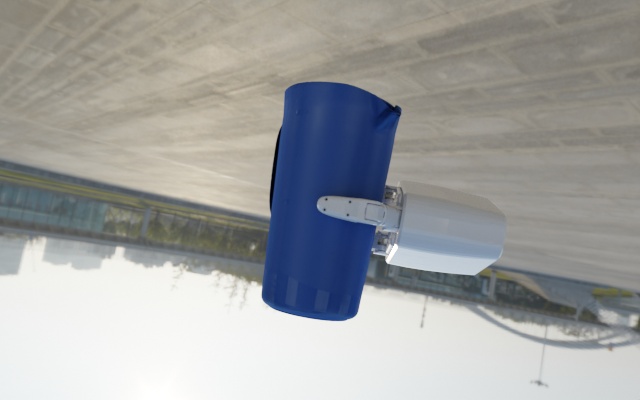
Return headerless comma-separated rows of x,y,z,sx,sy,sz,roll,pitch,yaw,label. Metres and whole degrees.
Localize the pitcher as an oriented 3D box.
0.000,0.002,0.538,0.145,0.243,0.149,10,-5,3,pitcher
